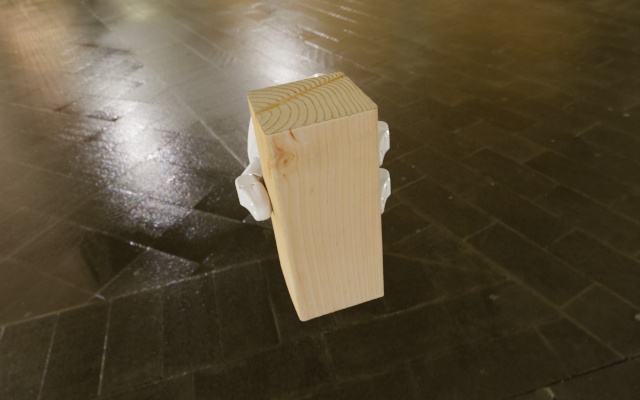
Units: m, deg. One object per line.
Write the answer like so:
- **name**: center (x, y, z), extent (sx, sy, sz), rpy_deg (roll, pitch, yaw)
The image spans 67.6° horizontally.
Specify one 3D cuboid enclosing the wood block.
- **wood block**: center (0.000, 0.001, 0.446), extent (0.091, 0.206, 0.090), rpy_deg (-15, 36, -10)
